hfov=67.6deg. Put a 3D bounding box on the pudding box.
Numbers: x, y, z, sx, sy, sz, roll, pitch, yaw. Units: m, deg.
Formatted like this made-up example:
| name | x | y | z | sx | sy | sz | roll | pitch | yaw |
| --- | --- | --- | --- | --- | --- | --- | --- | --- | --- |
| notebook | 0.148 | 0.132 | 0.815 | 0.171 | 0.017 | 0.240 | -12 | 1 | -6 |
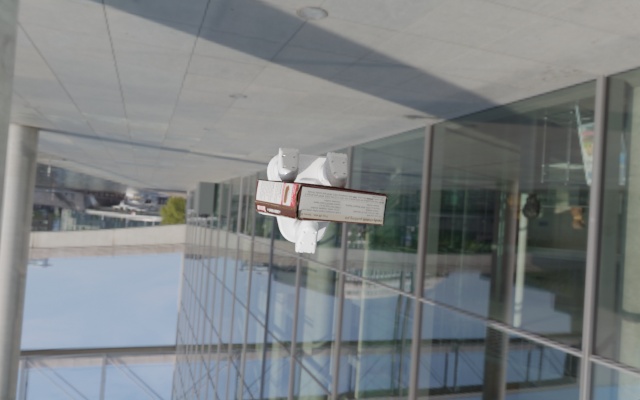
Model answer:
| name | x | y | z | sx | sy | sz | roll | pitch | yaw |
| --- | --- | --- | --- | --- | --- | --- | --- | --- | --- |
| pudding box | 0.000 | 0.002 | 0.507 | 0.113 | 0.039 | 0.090 | 3 | 2 | -34 |
